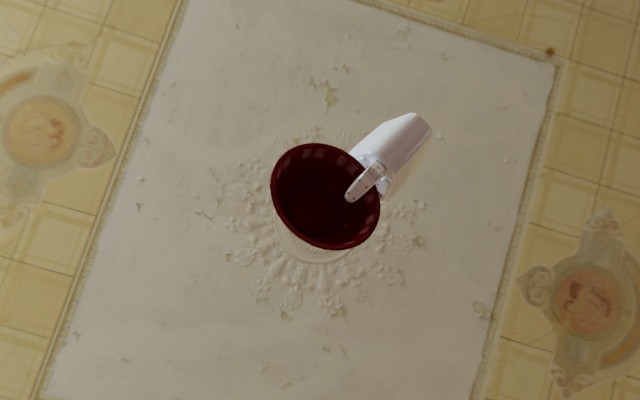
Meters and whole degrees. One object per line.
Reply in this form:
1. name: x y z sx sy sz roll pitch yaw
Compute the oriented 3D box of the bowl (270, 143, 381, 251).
1. bowl: -0.001 0.003 0.664 0.162 0.162 0.055 0 -25 -25
